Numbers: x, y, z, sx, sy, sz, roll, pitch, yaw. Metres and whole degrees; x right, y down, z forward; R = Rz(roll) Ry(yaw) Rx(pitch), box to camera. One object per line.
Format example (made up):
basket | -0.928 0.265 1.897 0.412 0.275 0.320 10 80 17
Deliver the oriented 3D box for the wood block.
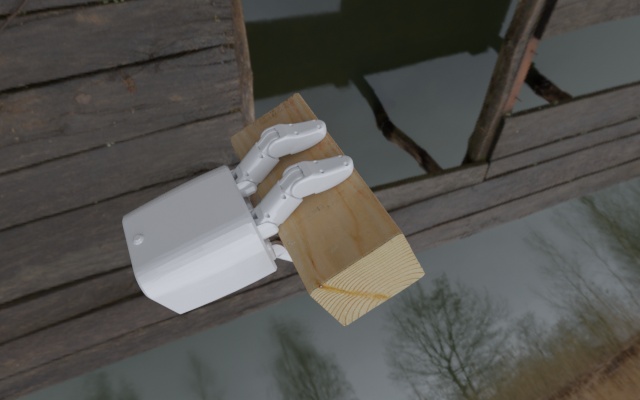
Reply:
wood block | 0.000 0.002 0.464 0.090 0.206 0.091 -34 -38 2
